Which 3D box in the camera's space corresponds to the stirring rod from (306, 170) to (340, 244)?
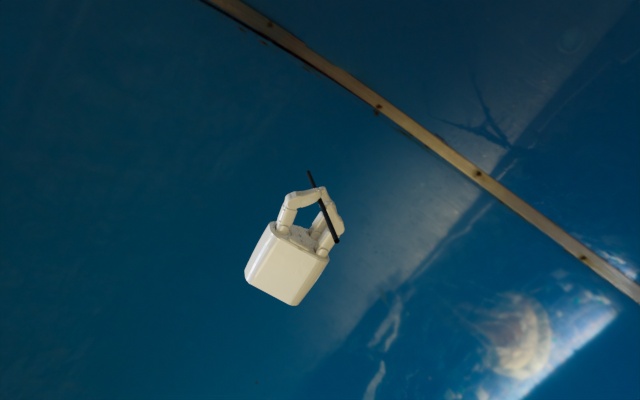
[{"bbox_3d":[0.000,0.003,0.770,0.011,0.011,0.239,0,27,-12],"label":"stirring rod"}]
